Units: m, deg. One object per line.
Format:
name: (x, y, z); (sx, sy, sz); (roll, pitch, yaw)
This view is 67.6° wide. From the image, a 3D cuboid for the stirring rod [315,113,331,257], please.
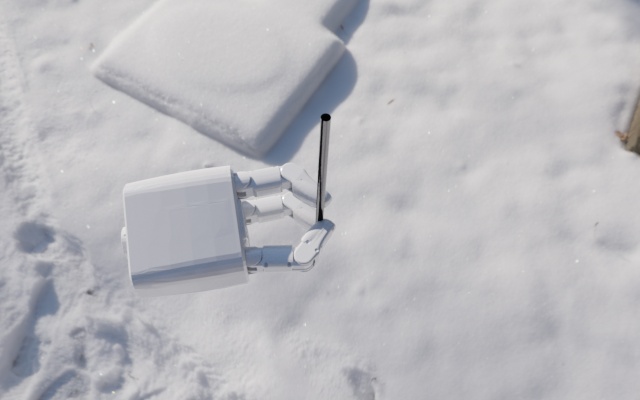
stirring rod: (0.000, 0.002, 0.457); (0.011, 0.011, 0.240); (0, -32, -2)
